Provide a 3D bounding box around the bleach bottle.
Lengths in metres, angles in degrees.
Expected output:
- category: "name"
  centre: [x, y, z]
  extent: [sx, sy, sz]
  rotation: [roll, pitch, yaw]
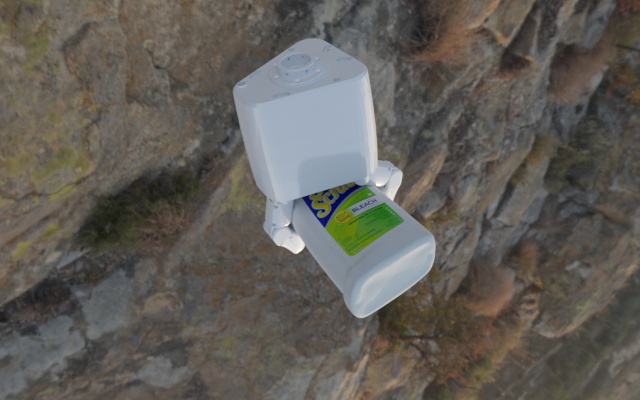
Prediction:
- category: "bleach bottle"
  centre: [0.000, 0.002, 0.505]
  extent: [0.102, 0.068, 0.250]
  rotation: [-29, 48, -19]
